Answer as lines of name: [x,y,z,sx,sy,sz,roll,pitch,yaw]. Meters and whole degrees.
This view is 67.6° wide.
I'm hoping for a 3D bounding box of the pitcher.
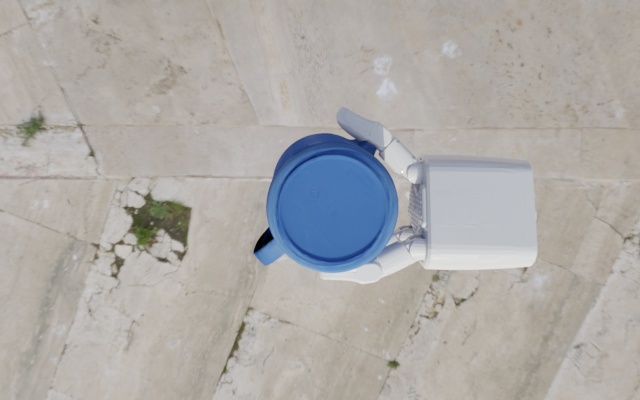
pitcher: [0.000,0.002,0.496,0.145,0.149,0.243,3,6,-1]
